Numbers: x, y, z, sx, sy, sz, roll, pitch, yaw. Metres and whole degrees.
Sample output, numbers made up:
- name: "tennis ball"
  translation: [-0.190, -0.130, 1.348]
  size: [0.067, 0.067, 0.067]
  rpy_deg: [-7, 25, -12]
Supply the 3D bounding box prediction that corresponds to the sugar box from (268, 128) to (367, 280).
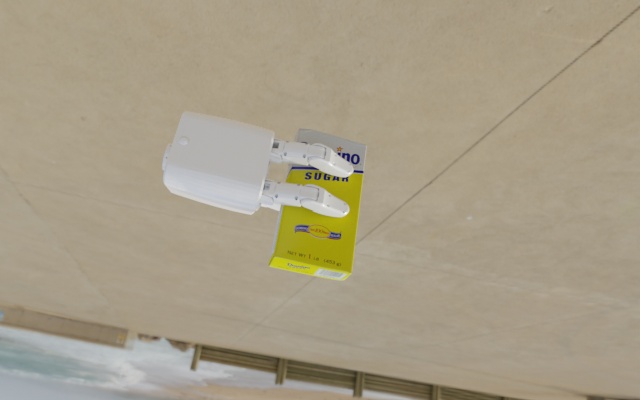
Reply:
- name: "sugar box"
  translation: [0.000, 0.002, 0.579]
  size: [0.093, 0.176, 0.048]
  rpy_deg: [14, -25, -11]
